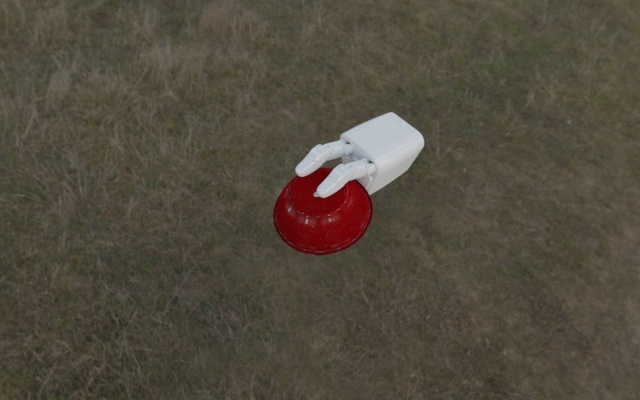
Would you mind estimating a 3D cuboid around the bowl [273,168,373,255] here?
[{"bbox_3d":[-0.001,0.003,0.744,0.162,0.162,0.055,0,-35,8],"label":"bowl"}]
